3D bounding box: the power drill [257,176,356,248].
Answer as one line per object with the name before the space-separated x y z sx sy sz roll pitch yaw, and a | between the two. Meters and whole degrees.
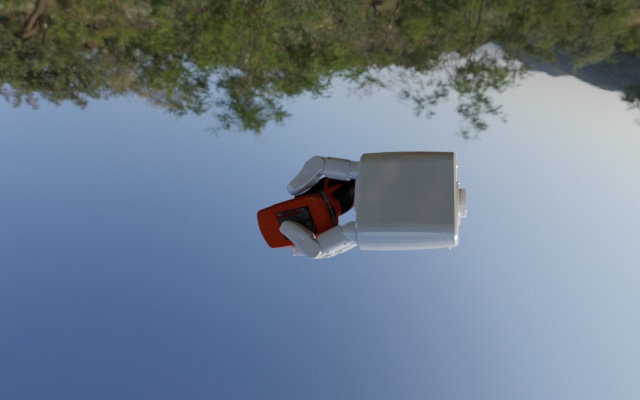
power drill | 0.000 0.002 0.648 0.184 0.057 0.187 -17 10 36
